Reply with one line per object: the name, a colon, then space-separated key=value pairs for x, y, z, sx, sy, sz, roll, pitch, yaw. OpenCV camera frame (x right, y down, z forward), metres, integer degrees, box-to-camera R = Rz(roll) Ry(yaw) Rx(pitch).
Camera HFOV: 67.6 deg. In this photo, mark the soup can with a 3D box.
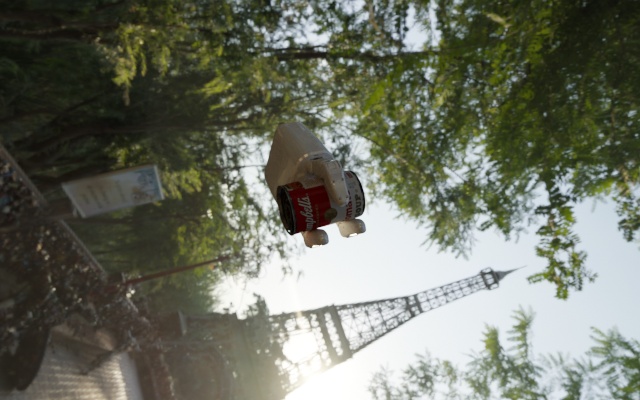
soup can: x=0.001 y=0.002 z=0.636 sx=0.102 sy=0.068 sz=0.068 roll=-14 pitch=5 yaw=-19
